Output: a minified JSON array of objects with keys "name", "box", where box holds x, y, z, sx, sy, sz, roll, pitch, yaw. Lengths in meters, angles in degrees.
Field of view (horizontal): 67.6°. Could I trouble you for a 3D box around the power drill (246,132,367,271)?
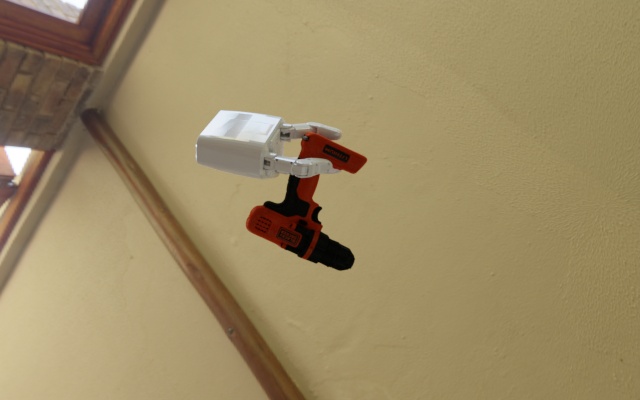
[{"name":"power drill","box":[0.000,0.002,0.748,0.184,0.187,0.057,25,2,-12]}]
